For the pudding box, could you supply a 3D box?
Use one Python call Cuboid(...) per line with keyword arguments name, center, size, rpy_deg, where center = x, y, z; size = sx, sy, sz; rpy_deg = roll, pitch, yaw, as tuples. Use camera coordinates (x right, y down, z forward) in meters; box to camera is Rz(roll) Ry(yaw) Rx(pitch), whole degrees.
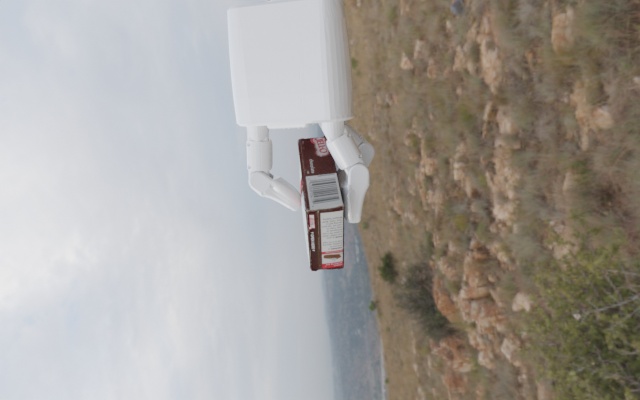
Cuboid(name="pudding box", center=(0.000, 0.002, 0.493), size=(0.039, 0.090, 0.113), rpy_deg=(-5, 43, -1))
